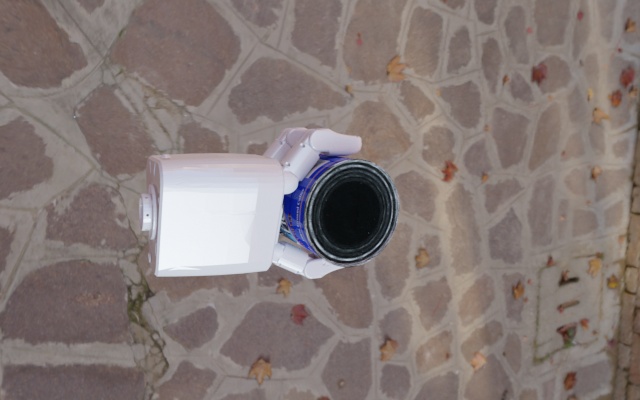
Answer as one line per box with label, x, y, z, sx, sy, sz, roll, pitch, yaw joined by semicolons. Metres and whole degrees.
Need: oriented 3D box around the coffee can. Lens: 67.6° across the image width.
coffee can;0.000;0.002;0.502;0.103;0.103;0.140;0;9;-27
